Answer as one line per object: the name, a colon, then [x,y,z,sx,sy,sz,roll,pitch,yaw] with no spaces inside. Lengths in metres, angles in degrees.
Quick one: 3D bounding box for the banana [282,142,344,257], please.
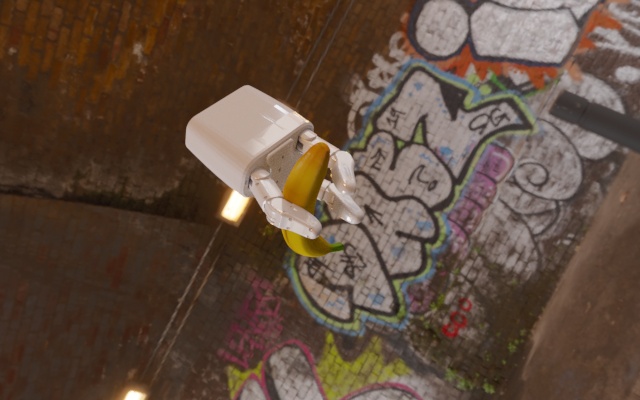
banana: [-0.014,0.014,0.538,0.069,0.037,0.198,-33,-32,-16]
